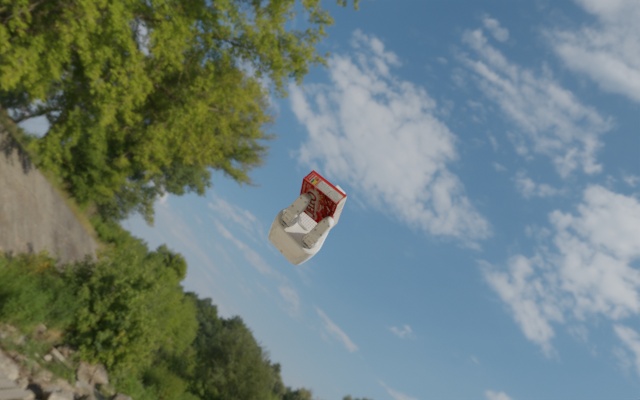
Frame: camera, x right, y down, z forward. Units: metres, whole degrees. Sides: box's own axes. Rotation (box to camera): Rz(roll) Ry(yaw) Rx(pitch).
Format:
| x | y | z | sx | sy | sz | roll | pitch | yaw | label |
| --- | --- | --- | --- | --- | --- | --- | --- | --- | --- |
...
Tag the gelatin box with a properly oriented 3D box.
| x | y | z | sx | sy | sz | roll | pitch | yaw | label |
| --- | --- | --- | --- | --- | --- | --- | --- | --- | --- |
| 0.000 | 0.002 | 0.800 | 0.030 | 0.073 | 0.089 | -42 | -17 | -31 | gelatin box |
